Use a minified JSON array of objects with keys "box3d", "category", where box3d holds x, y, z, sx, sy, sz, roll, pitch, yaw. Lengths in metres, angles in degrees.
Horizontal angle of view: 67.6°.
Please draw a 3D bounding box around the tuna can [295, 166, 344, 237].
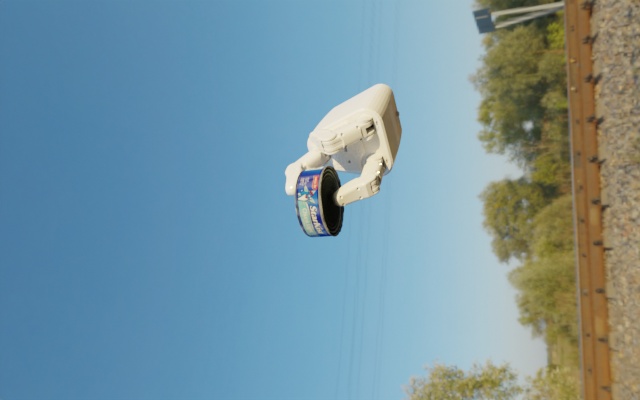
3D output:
[{"box3d":[0.000,0.002,0.579,0.034,0.086,0.086,-5,-2,20],"category":"tuna can"}]
